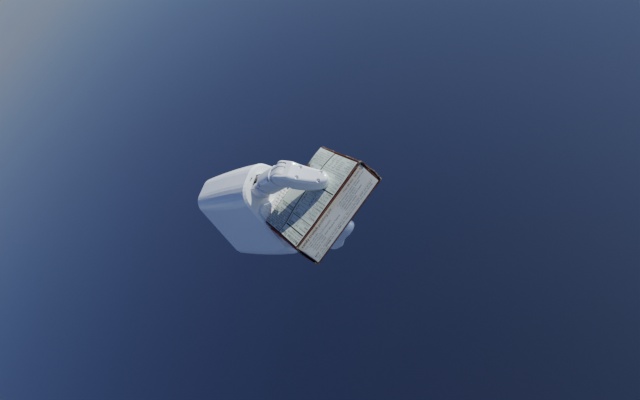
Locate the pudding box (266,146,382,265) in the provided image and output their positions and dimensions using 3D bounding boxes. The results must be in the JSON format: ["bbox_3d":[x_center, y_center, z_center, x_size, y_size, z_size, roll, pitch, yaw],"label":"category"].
[{"bbox_3d":[0.000,0.002,0.515,0.039,0.113,0.090,36,-2,-32],"label":"pudding box"}]
